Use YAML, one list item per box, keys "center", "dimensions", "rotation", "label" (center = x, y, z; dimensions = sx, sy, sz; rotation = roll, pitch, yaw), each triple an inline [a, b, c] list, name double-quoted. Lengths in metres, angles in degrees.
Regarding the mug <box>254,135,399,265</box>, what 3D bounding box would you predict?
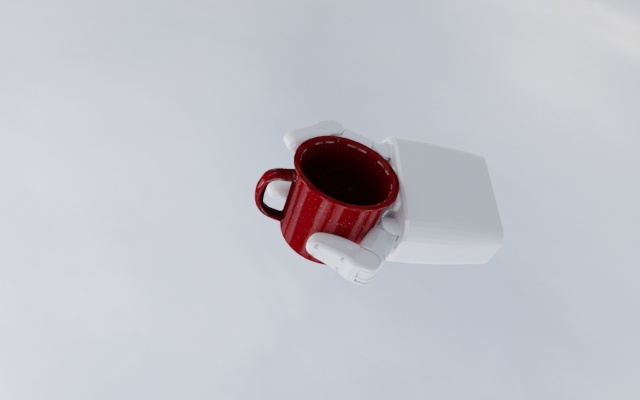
- center: [-0.001, 0.001, 0.420]
  dimensions: [0.117, 0.093, 0.082]
  rotation: [7, -47, -18]
  label: "mug"
